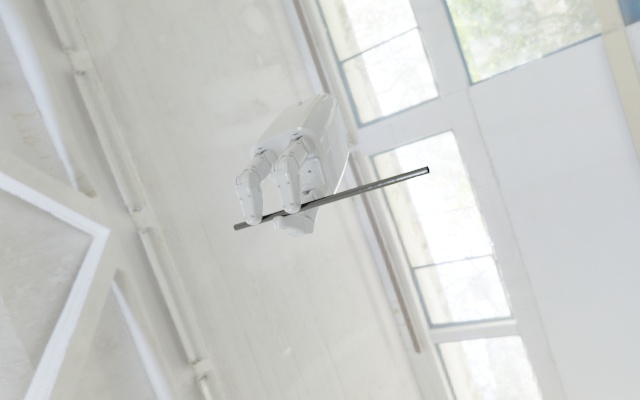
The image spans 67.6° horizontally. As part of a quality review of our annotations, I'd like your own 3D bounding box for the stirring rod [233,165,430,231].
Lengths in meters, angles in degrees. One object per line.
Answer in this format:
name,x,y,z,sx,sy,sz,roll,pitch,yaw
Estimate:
stirring rod,0.000,0.002,0.501,0.239,0.011,0.011,-17,-9,30
